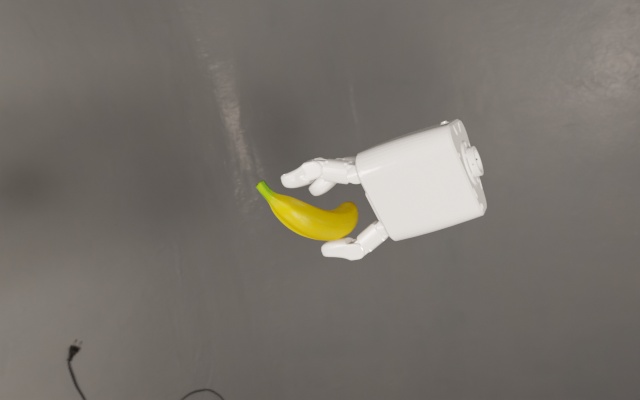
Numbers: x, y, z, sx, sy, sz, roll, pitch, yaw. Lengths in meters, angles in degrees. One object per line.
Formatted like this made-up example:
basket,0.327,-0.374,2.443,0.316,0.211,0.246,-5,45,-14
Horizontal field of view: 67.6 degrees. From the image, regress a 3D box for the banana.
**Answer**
banana,0.004,0.018,0.587,0.037,0.069,0.198,-29,-23,26
